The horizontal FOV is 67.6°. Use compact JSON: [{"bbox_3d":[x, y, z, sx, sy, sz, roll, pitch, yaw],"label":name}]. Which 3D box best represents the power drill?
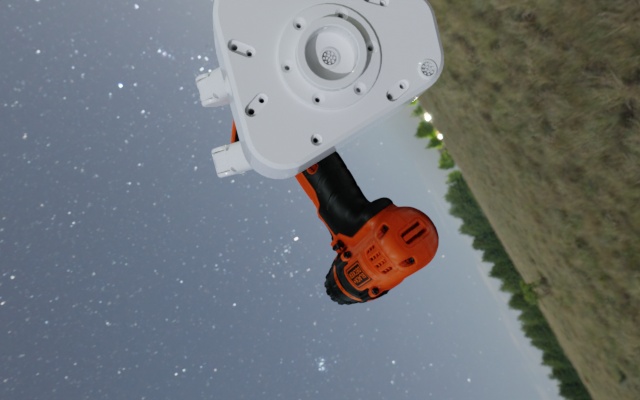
[{"bbox_3d":[0.000,0.001,0.403,0.057,0.187,0.184,-36,-9,-25],"label":"power drill"}]
